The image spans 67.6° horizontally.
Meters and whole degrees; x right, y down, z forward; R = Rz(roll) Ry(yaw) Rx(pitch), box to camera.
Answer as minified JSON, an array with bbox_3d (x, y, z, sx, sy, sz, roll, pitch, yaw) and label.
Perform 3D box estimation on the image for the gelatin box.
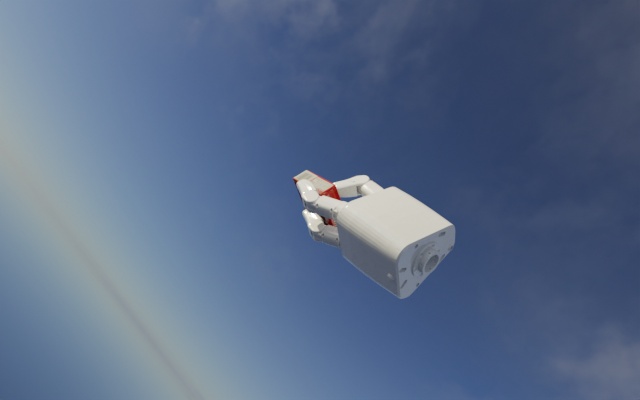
[{"bbox_3d":[0.000,0.002,0.708,0.030,0.073,0.089,-31,31,-18],"label":"gelatin box"}]
